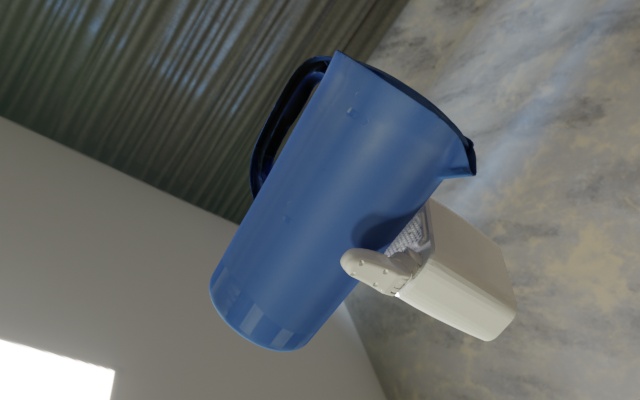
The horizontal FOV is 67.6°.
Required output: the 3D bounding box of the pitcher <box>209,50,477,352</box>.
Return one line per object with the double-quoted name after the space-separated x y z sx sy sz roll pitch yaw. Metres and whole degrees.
0.000 0.001 0.417 0.145 0.243 0.149 30 15 -16 "pitcher"
